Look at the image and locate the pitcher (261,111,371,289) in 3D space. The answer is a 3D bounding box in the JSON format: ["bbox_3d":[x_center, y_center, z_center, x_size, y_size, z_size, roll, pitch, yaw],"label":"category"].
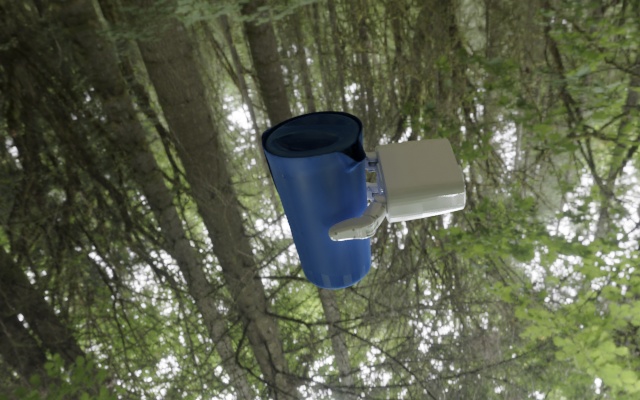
[{"bbox_3d":[0.000,0.002,0.687,0.145,0.243,0.149,-9,33,3],"label":"pitcher"}]
